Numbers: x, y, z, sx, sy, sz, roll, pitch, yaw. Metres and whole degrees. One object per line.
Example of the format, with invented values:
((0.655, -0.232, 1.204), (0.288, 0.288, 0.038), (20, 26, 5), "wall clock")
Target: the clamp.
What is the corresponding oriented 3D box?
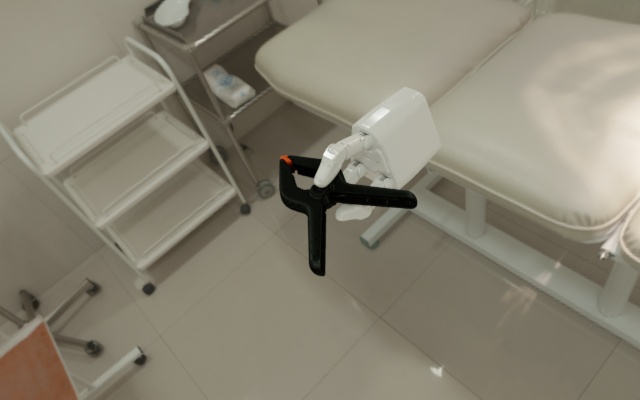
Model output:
((0.000, 0.001, 0.645), (0.164, 0.036, 0.210), (-40, 50, -21), "clamp")
